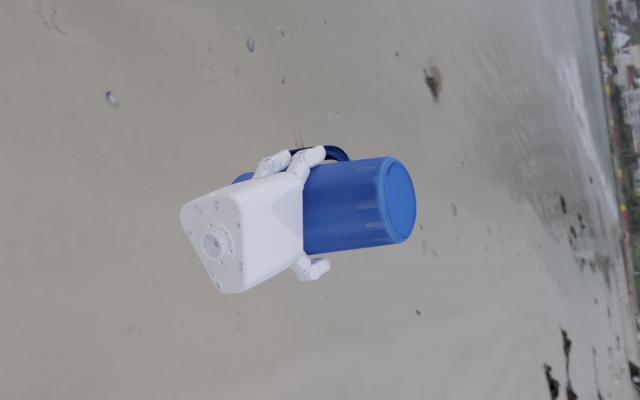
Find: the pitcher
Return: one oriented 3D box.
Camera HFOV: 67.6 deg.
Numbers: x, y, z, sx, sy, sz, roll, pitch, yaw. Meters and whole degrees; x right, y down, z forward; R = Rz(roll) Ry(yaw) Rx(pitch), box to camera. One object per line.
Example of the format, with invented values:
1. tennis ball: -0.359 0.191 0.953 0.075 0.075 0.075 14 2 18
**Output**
1. pitcher: 0.000 0.002 0.647 0.243 0.149 0.145 -8 10 33
